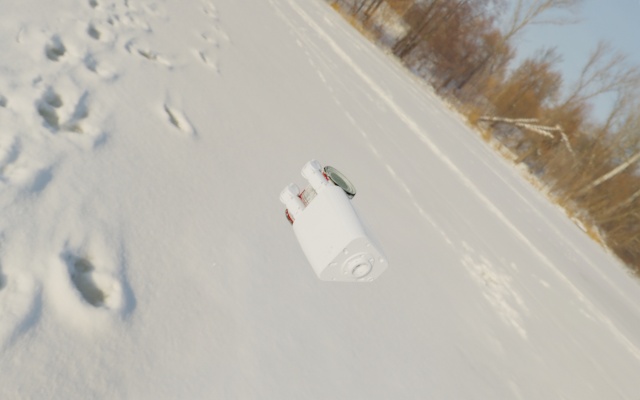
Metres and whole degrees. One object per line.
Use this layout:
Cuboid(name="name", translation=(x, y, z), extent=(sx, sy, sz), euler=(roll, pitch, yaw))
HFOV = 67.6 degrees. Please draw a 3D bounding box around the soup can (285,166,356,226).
Cuboid(name="soup can", translation=(0.000, 0.002, 0.769), extent=(0.102, 0.068, 0.068), euler=(-48, -20, 19))
